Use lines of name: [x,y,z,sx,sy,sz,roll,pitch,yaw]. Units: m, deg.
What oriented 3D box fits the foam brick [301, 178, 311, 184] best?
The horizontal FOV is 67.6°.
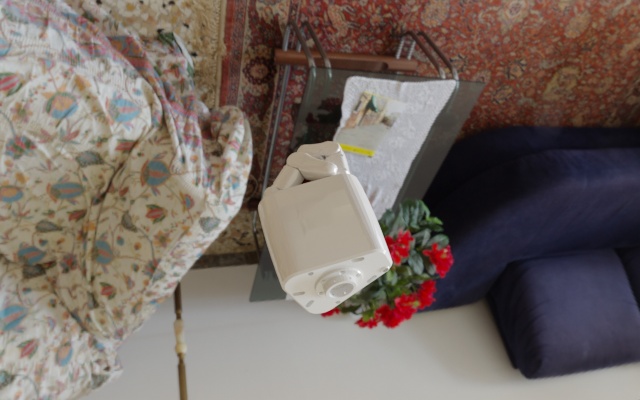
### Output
foam brick: [0.000,0.002,0.580,0.053,0.051,0.078,-28,-41,7]
